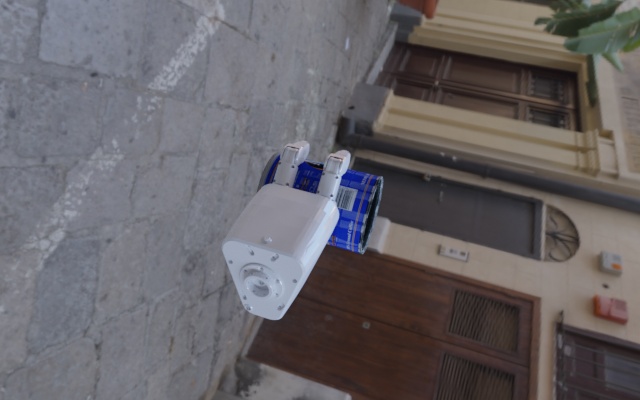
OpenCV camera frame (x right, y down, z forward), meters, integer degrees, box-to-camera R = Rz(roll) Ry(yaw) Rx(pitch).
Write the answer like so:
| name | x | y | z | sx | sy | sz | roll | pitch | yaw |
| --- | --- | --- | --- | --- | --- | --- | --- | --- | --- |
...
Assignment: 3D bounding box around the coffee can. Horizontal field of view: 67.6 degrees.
| name | x | y | z | sx | sy | sz | roll | pitch | yaw |
| --- | --- | --- | --- | --- | --- | --- | --- | --- | --- |
| coffee can | 0.000 | 0.002 | 0.619 | 0.140 | 0.103 | 0.103 | 14 | 3 | 12 |
